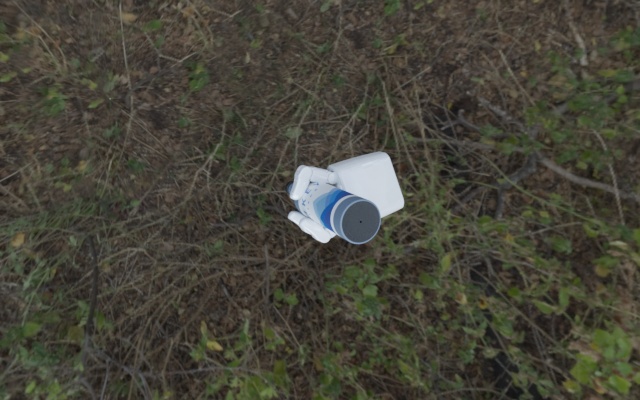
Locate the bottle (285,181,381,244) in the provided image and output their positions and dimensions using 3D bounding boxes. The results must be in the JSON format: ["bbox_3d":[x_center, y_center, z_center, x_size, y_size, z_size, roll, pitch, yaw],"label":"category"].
[{"bbox_3d":[0.000,0.003,0.816,0.069,0.069,0.295,0,11,-24],"label":"bottle"}]
